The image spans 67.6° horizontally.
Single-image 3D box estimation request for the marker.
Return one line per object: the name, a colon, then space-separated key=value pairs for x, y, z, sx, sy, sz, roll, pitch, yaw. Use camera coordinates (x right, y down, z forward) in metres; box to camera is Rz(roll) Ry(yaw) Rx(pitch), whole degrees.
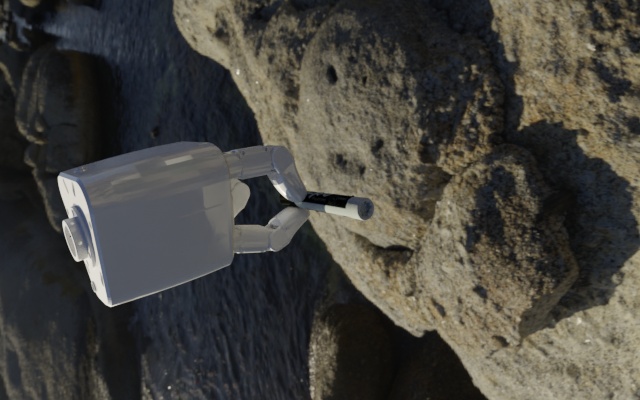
marker: x=0.000 y=0.001 z=0.437 sx=0.020 sy=0.020 sz=0.121 roll=0 pitch=6 yaw=-39
